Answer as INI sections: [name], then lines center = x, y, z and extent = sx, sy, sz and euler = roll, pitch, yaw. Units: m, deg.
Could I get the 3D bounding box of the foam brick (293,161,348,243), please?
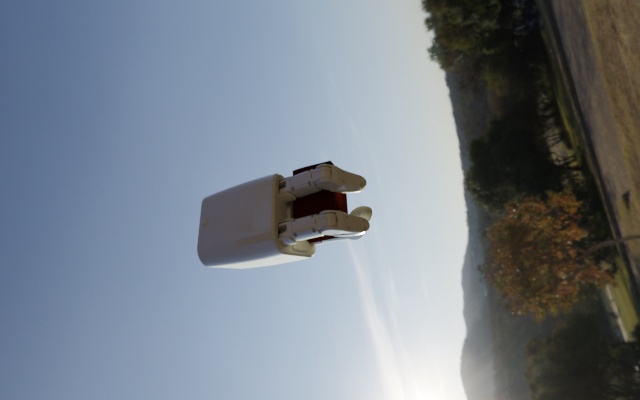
[foam brick]
center = 0.000, 0.002, 0.565
extent = 0.051, 0.078, 0.053
euler = -13, -31, 19
